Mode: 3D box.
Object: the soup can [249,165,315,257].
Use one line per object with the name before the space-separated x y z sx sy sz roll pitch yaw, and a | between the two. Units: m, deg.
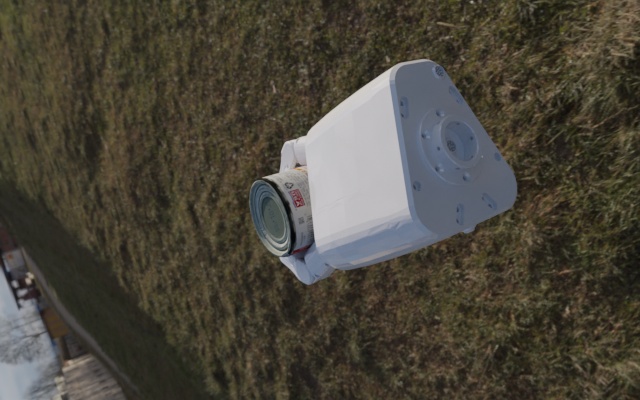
soup can | 0.000 0.001 0.406 0.102 0.068 0.068 -19 10 -32
